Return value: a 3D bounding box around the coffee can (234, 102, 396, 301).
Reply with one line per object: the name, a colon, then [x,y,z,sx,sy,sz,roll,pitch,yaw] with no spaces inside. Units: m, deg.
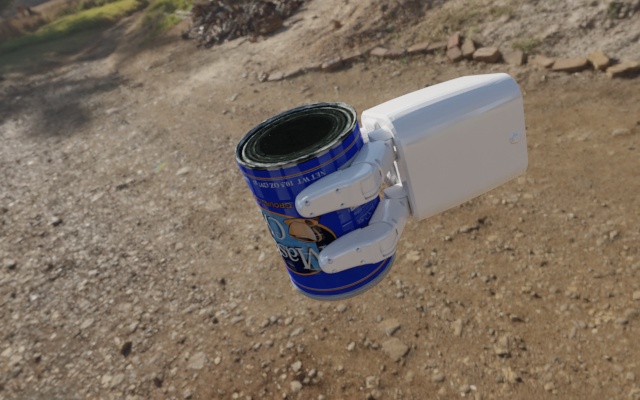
coffee can: [0.000,0.002,0.413,0.103,0.140,0.102,-15,32,9]
